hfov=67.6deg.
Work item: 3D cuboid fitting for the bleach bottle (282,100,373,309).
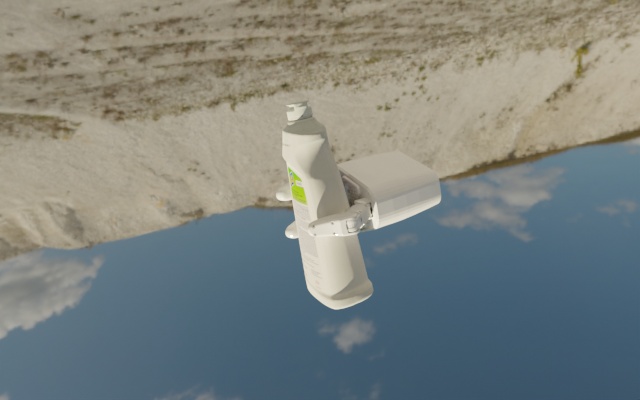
[{"bbox_3d":[0.000,0.002,0.600,0.068,0.251,0.102,-18,16,-23],"label":"bleach bottle"}]
